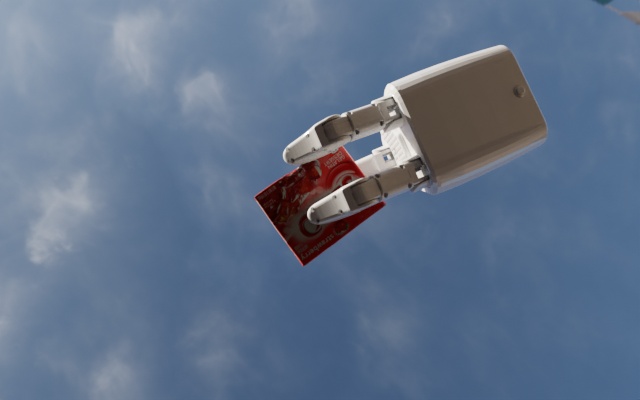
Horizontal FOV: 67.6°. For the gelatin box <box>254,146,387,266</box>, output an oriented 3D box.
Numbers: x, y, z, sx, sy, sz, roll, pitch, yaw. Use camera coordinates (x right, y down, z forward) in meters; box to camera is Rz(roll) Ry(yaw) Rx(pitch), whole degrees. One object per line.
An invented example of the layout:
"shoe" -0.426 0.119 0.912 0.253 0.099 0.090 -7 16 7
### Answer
"gelatin box" 0.000 0.002 0.414 0.089 0.073 0.030 -36 -4 -1
